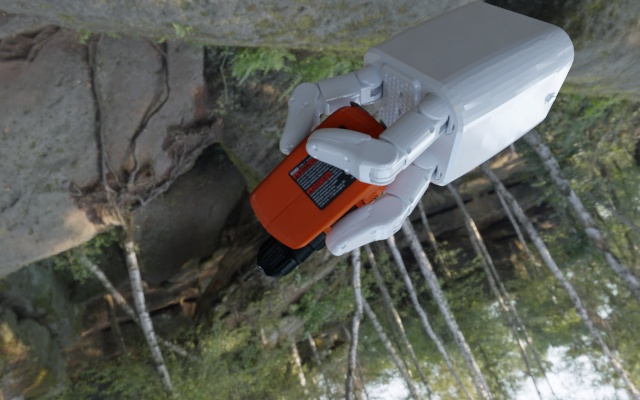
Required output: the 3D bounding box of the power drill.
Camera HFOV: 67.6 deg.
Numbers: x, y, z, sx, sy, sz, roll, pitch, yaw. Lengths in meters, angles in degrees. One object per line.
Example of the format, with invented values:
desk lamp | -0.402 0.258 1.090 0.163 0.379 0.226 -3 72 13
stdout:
power drill | 0.000 0.001 0.409 0.184 0.057 0.187 -45 -7 1
